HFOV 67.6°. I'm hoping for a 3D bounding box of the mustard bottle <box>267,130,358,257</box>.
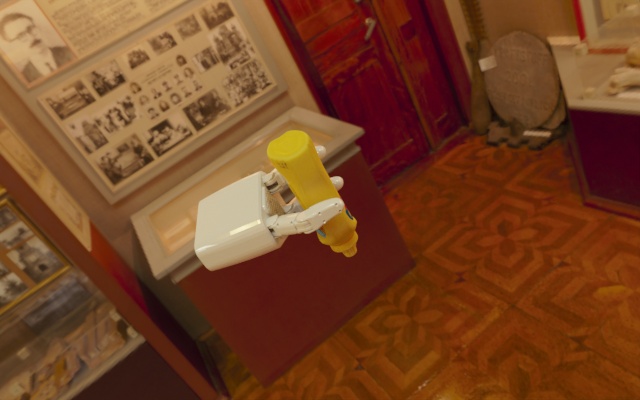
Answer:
[{"bbox_3d":[0.000,0.002,0.640,0.058,0.192,0.096,-33,27,-6],"label":"mustard bottle"}]
